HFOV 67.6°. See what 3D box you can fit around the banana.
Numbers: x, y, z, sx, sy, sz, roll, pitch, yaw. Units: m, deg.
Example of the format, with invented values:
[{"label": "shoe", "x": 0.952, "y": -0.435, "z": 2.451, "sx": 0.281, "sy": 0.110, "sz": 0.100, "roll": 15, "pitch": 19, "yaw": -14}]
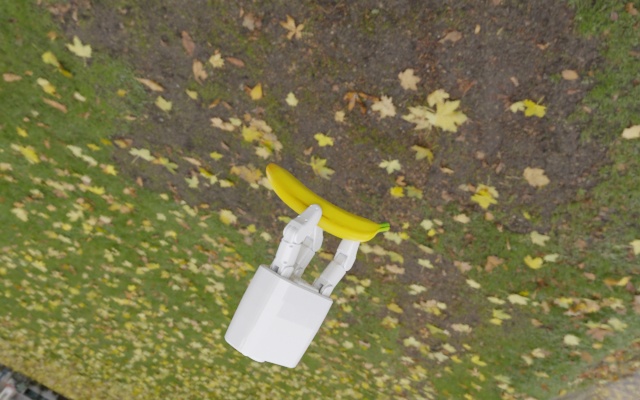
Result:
[{"label": "banana", "x": -0.002, "y": 0.008, "z": 0.661, "sx": 0.198, "sy": 0.037, "sz": 0.069, "roll": 29, "pitch": 19, "yaw": 8}]
